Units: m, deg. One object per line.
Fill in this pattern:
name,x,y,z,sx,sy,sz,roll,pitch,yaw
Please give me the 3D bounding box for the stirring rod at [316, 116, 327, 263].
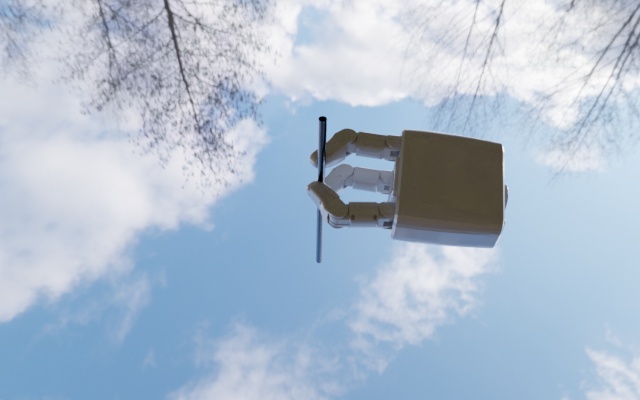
stirring rod,0.000,0.002,0.532,0.011,0.011,0.240,0,-40,-1
